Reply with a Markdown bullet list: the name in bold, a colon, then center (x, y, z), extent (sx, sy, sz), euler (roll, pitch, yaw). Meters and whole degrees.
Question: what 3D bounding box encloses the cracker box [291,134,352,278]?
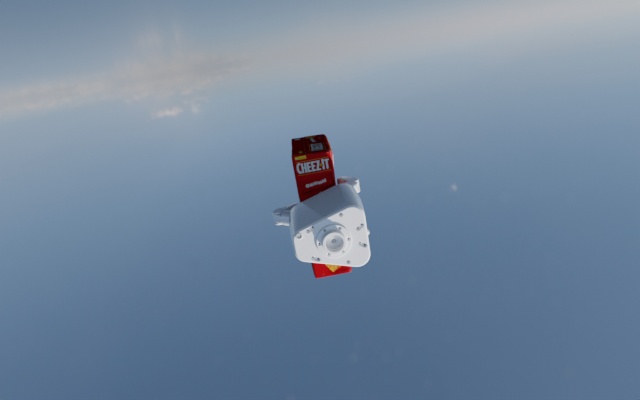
- **cracker box**: center (0.000, 0.003, 0.838), extent (0.072, 0.214, 0.164), euler (-10, 17, -1)
